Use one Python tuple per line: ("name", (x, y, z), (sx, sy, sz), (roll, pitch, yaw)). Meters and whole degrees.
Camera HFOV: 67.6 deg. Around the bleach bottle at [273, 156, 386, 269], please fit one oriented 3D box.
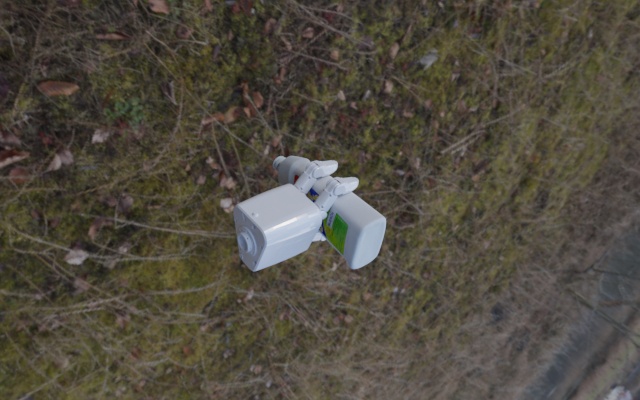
("bleach bottle", (0.000, 0.003, 0.827), (0.068, 0.103, 0.250), (-22, 47, -35))
